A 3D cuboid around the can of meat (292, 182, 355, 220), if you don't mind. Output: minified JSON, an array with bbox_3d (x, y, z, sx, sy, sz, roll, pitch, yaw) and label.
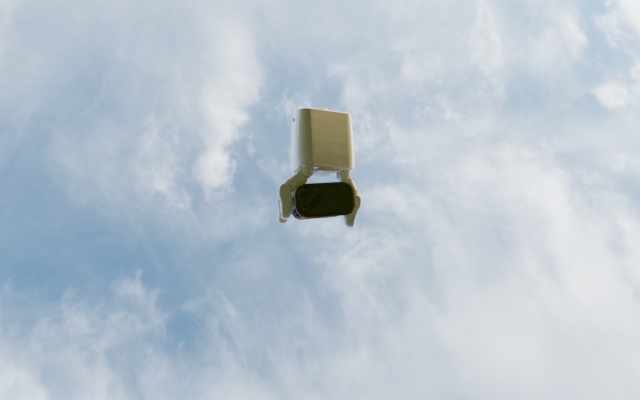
[{"bbox_3d":[0.000,0.003,0.830,0.102,0.057,0.084,-4,-5,-12],"label":"can of meat"}]
